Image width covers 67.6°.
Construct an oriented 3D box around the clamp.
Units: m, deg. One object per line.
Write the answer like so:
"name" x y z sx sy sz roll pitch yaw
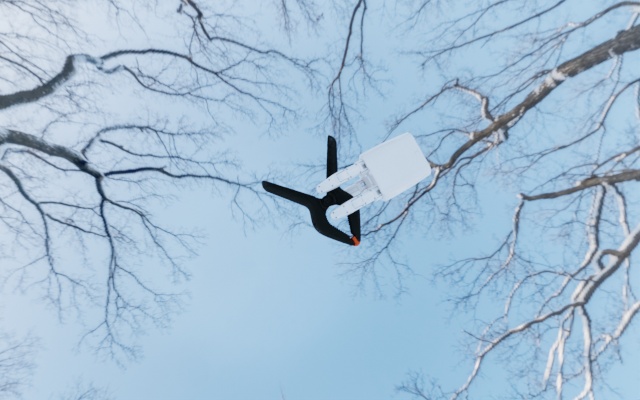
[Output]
"clamp" 0.001 0.003 0.899 0.164 0.210 0.036 -28 -3 -4
